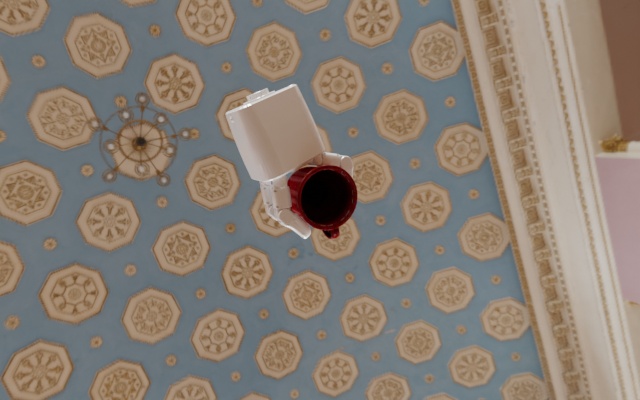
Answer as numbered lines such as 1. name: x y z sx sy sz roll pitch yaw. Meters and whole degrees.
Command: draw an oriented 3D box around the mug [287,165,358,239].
1. mug: 0.001 0.004 0.713 0.093 0.117 0.081 -26 16 -17
